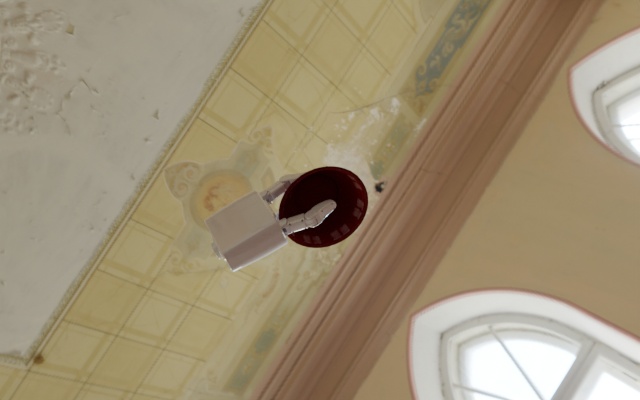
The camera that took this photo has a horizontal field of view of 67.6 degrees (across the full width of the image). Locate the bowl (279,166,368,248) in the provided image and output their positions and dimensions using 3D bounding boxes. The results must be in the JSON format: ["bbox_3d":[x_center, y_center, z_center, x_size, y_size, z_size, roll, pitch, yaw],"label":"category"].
[{"bbox_3d":[0.001,0.002,0.845,0.162,0.162,0.055,0,28,-18],"label":"bowl"}]
